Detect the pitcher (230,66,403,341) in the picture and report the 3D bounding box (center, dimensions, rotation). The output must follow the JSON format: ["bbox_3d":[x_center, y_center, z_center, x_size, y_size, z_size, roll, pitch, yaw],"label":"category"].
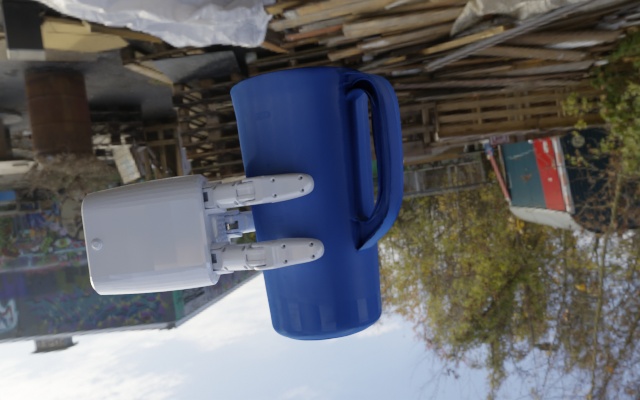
[{"bbox_3d":[0.000,0.002,0.456,0.145,0.243,0.149,-7,0,-2],"label":"pitcher"}]
